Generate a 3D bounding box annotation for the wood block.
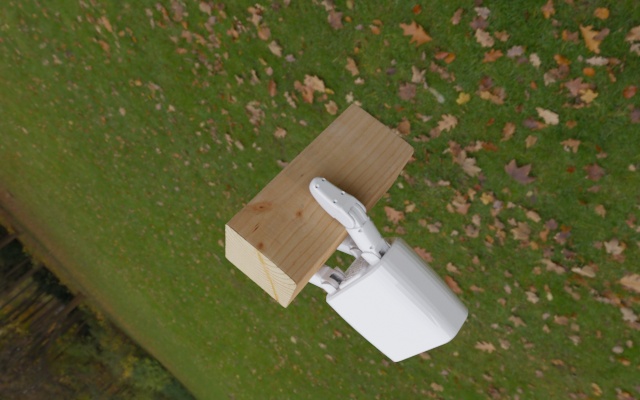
[{"bbox_3d":[0.000,0.002,0.523,0.090,0.206,0.091,39,-28,9],"label":"wood block"}]
